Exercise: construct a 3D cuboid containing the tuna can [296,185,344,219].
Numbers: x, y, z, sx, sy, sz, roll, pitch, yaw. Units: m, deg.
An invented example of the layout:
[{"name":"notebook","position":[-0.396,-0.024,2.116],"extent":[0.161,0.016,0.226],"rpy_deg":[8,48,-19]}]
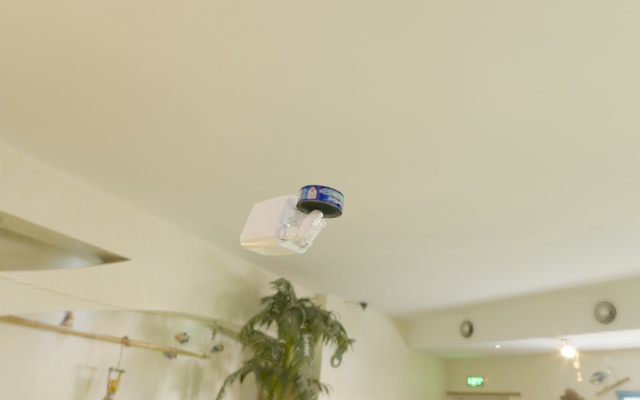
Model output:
[{"name":"tuna can","position":[0.000,0.002,0.874],"extent":[0.086,0.033,0.086],"rpy_deg":[9,-20,3]}]
